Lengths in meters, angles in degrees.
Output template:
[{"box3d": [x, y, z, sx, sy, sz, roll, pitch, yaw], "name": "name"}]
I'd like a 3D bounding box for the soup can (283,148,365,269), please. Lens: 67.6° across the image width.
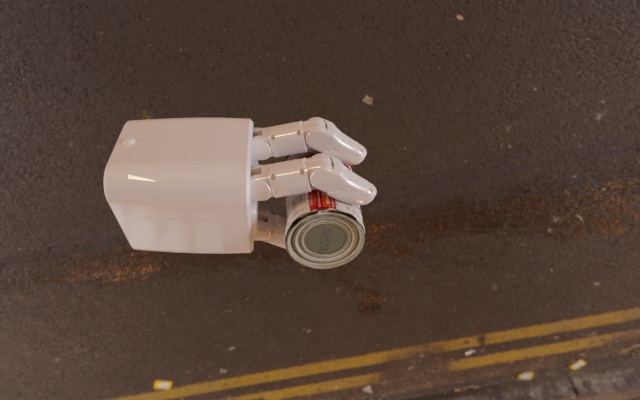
[{"box3d": [0.001, 0.002, 0.425, 0.068, 0.069, 0.102, 0, 40, -6], "name": "soup can"}]
